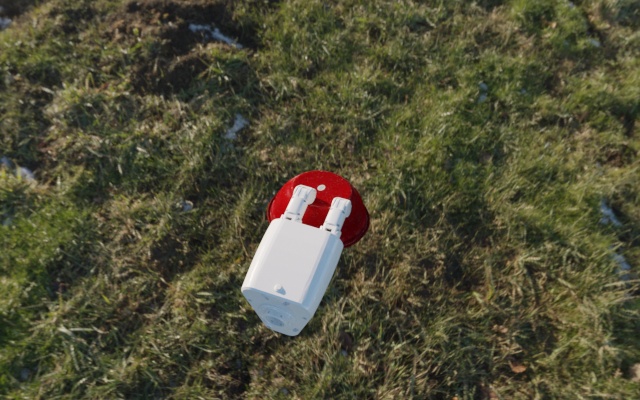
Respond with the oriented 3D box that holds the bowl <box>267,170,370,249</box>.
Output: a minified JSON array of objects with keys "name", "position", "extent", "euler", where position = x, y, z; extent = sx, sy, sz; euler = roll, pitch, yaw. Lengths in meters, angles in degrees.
[{"name":"bowl","position":[0.000,0.001,0.733],"extent":[0.162,0.055,0.162],"euler":[4,39,-4]}]
